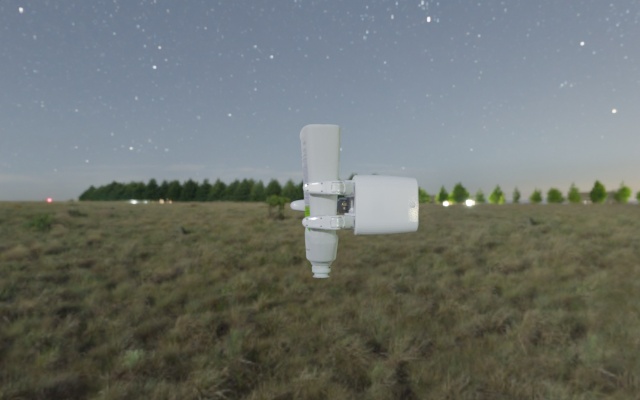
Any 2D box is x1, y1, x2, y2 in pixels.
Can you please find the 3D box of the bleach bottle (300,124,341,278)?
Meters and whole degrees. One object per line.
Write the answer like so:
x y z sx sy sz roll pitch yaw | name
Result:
0.000 0.003 0.812 0.068 0.251 0.102 0 -1 -6 | bleach bottle
